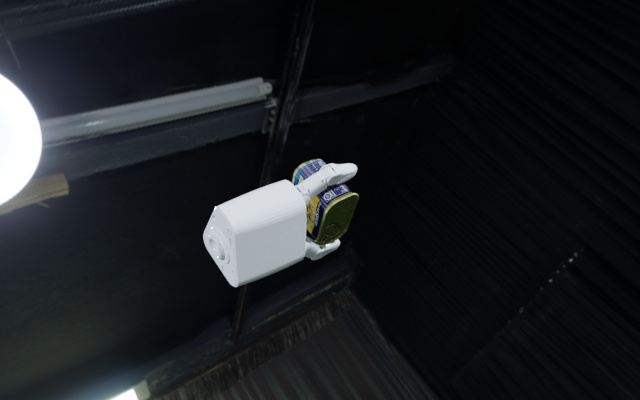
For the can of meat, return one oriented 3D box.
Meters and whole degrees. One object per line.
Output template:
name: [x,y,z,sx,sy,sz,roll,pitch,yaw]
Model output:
can of meat: [0.000,0.002,0.691,0.057,0.084,0.102,-24,-32,-30]
